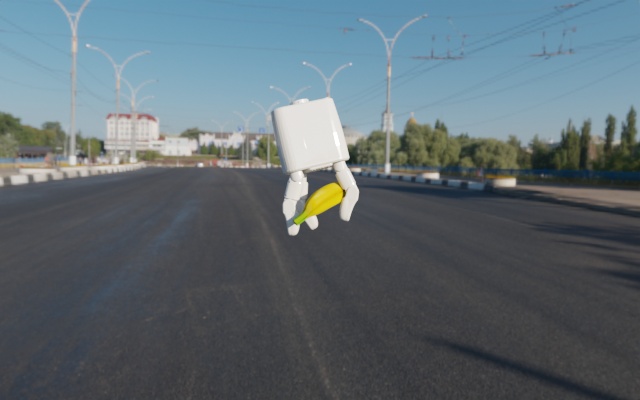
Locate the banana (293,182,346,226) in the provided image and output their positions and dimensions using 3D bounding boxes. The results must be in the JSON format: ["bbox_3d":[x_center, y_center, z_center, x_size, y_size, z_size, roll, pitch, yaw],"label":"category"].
[{"bbox_3d":[0.014,-0.005,0.822,0.069,0.037,0.198,-30,-3,23],"label":"banana"}]
